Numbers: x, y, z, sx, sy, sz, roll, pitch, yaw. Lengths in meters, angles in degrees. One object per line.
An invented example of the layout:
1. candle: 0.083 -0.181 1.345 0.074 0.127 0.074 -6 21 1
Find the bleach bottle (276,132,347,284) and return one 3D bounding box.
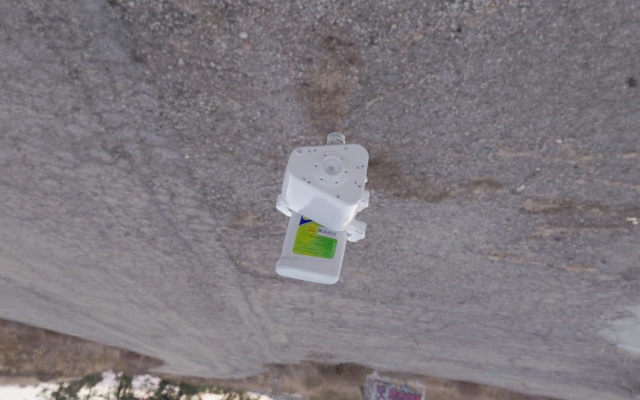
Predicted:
1. bleach bottle: 0.000 0.003 0.778 0.102 0.250 0.068 11 -21 -4
